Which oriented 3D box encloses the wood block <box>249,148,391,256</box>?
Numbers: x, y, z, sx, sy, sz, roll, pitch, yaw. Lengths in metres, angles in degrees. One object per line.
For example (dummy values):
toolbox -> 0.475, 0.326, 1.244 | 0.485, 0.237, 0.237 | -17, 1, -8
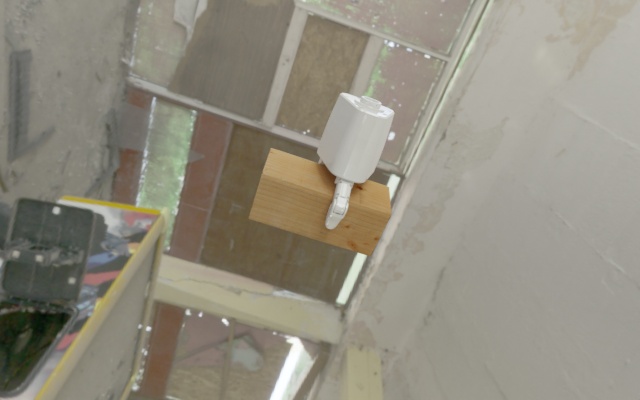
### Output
wood block -> 0.000, 0.002, 0.771 | 0.206, 0.090, 0.090 | 18, 33, -6
